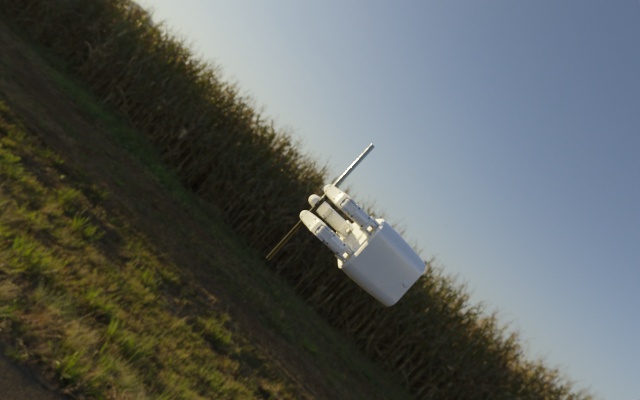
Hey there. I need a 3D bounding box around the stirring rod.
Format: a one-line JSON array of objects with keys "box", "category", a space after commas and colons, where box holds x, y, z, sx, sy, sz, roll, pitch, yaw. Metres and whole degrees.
[{"box": [0.000, 0.003, 0.742, 0.011, 0.239, 0.011, 43, -2, 2], "category": "stirring rod"}]
